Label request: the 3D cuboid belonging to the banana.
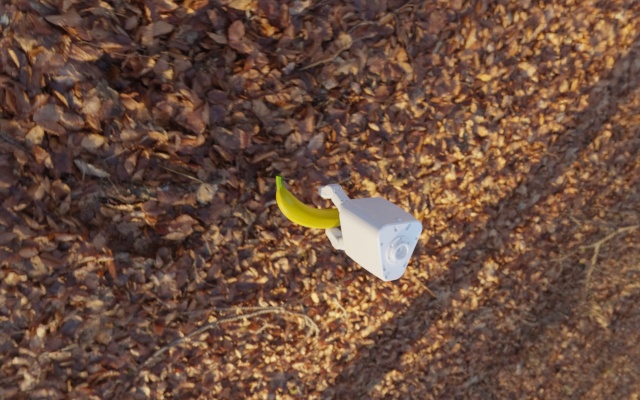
[{"bbox_3d":[-0.011,0.018,0.891,0.198,0.069,0.037,23,7,-37],"label":"banana"}]
